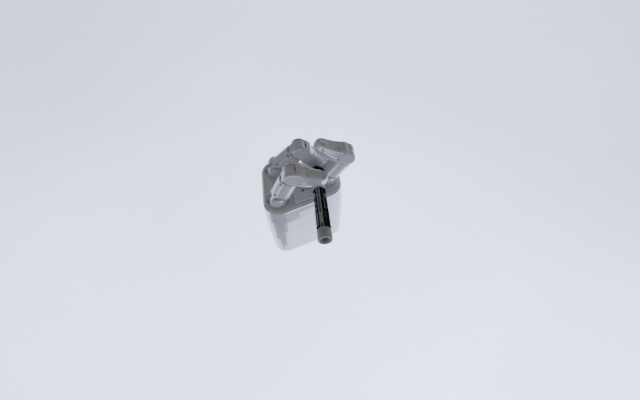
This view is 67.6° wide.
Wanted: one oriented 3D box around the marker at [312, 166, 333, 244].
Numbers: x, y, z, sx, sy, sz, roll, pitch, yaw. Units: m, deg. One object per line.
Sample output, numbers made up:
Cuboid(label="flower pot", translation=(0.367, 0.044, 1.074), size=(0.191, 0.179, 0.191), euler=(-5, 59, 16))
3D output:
Cuboid(label="marker", translation=(0.000, 0.002, 0.623), size=(0.020, 0.121, 0.020), euler=(-5, -38, -4))
